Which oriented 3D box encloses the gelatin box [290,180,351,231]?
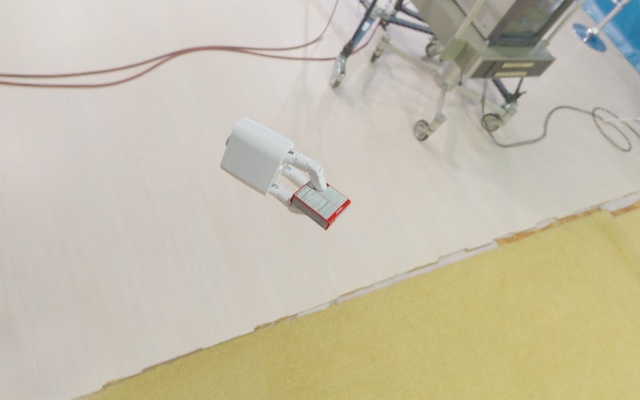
[{"bbox_3d":[0.001,0.003,0.890,0.089,0.030,0.073,37,51,13],"label":"gelatin box"}]
